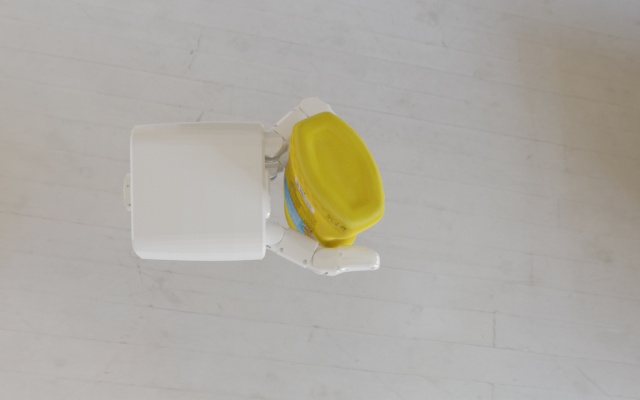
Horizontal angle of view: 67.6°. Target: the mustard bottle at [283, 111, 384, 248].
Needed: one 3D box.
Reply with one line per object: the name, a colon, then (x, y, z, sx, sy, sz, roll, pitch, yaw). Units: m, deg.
mustard bottle: (0.000, 0.001, 0.442, 0.058, 0.096, 0.192, -27, -11, -15)
